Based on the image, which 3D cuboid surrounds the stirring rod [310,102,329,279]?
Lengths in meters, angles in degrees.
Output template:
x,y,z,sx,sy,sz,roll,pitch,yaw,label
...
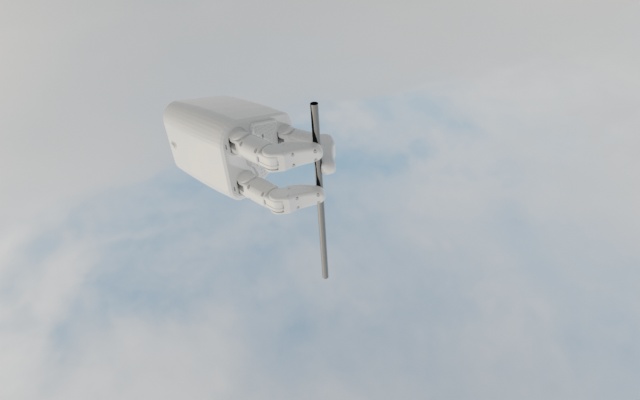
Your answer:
x,y,z,sx,sy,sz,roll,pitch,yaw,label
0.000,0.002,0.532,0.011,0.240,0.011,-2,38,2,stirring rod
